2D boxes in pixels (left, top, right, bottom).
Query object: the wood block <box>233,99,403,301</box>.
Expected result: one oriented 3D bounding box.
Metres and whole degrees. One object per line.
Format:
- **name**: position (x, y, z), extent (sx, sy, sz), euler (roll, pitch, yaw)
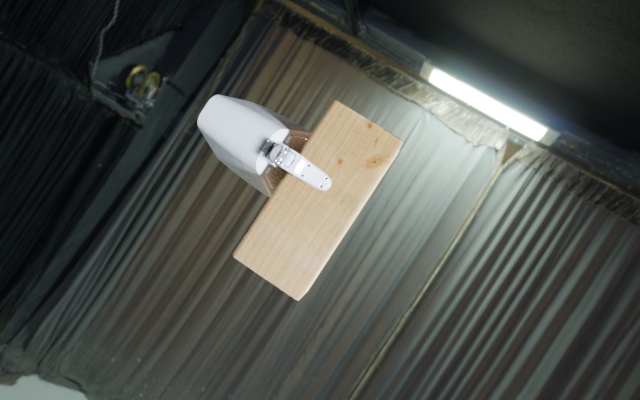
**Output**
- **wood block**: position (0.000, 0.001, 0.557), extent (0.090, 0.206, 0.091), euler (33, 0, 7)
